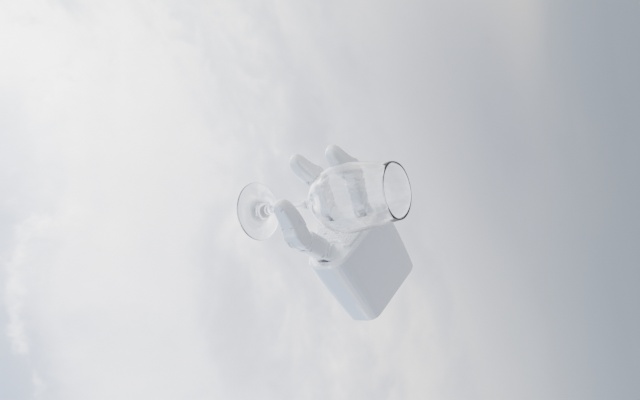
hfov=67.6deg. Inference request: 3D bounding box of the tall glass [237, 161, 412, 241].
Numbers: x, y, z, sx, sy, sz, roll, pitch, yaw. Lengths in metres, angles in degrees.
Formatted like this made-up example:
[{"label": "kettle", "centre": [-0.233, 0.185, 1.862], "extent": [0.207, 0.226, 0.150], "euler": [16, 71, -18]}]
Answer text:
[{"label": "tall glass", "centre": [-0.001, 0.002, 0.546], "extent": [0.201, 0.079, 0.079], "euler": [-9, -6, 37]}]
